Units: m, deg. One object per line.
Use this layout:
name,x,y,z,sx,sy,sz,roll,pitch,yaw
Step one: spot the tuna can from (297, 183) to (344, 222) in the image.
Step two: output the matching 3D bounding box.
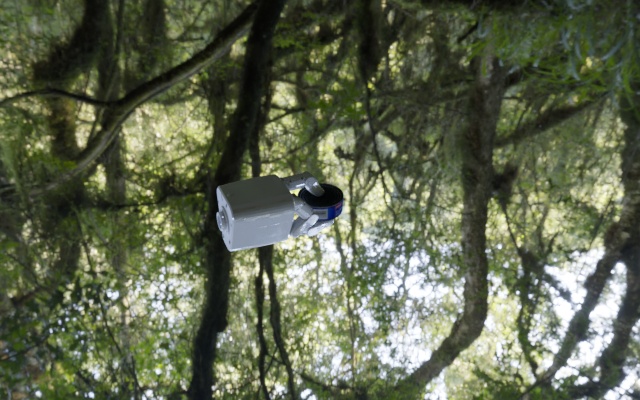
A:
tuna can,0.000,0.003,0.892,0.086,0.034,0.086,0,32,0
